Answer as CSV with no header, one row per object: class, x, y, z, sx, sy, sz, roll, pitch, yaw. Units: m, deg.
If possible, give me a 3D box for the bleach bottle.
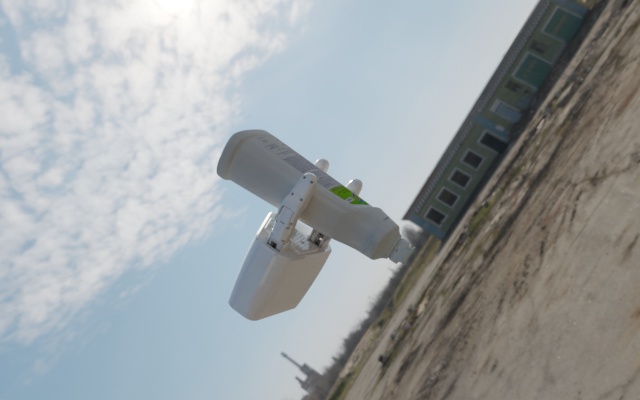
bleach bottle,0.000,0.002,0.588,0.251,0.068,0.102,33,21,13
